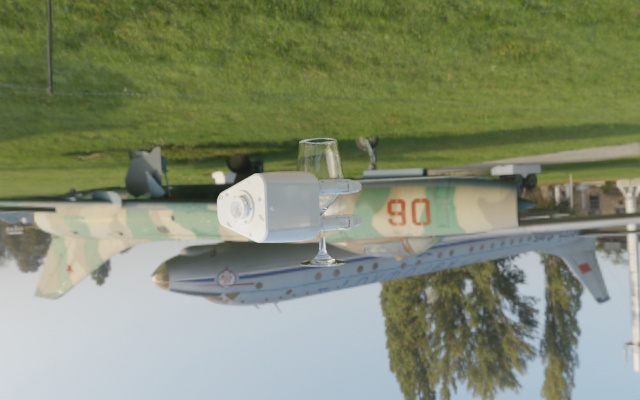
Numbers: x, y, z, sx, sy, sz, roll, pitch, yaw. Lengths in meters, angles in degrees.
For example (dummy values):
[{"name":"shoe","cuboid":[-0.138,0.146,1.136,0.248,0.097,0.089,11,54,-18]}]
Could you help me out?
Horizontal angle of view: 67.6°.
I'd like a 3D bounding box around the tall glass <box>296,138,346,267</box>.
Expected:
[{"name":"tall glass","cuboid":[0.000,0.003,0.773,0.079,0.201,0.079,-2,0,0]}]
